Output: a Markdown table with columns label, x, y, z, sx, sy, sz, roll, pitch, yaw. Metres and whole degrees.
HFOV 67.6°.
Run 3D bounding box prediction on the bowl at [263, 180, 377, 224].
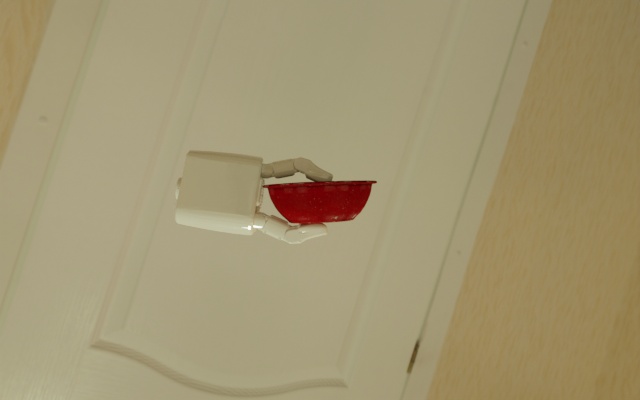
| label | x | y | z | sx | sy | sz | roll | pitch | yaw |
| --- | --- | --- | --- | --- | --- | --- | --- | --- | --- |
| bowl | 0.001 | 0.003 | 0.675 | 0.162 | 0.055 | 0.162 | -3 | 0 | 0 |
